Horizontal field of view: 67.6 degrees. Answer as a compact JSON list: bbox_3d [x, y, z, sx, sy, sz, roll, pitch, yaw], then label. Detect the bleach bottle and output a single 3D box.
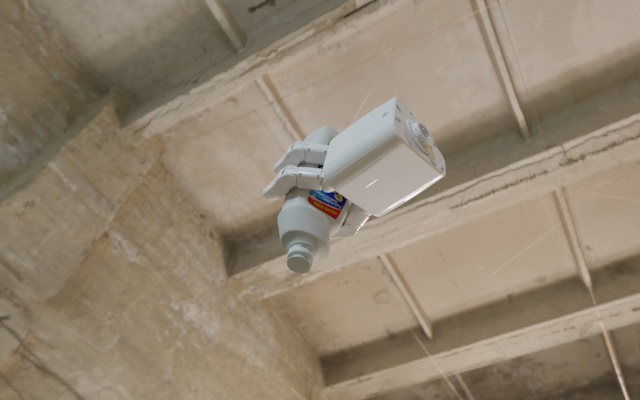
[{"bbox_3d":[0.000,0.002,0.644,0.068,0.102,0.250,-32,26,31],"label":"bleach bottle"}]
